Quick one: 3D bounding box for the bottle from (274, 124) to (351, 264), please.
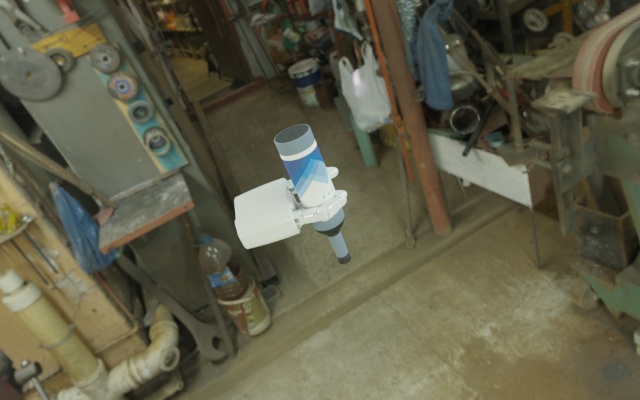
[{"bbox_3d":[0.000,0.003,0.891,0.069,0.296,0.069,-17,31,10],"label":"bottle"}]
